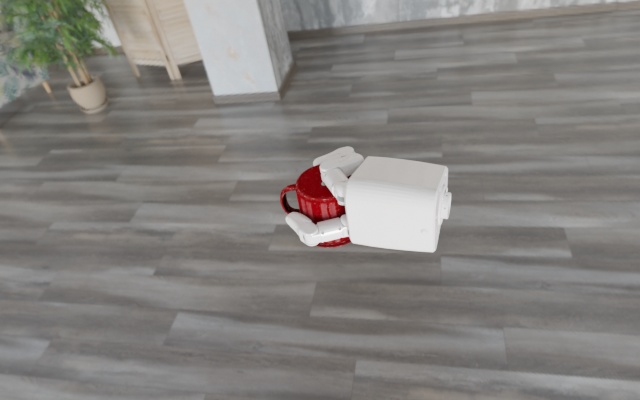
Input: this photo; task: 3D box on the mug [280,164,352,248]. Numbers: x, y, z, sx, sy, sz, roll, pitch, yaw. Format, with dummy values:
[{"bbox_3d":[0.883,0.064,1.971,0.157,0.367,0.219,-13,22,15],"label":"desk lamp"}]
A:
[{"bbox_3d":[-0.001,0.002,0.656,0.117,0.082,0.093,7,43,19],"label":"mug"}]
